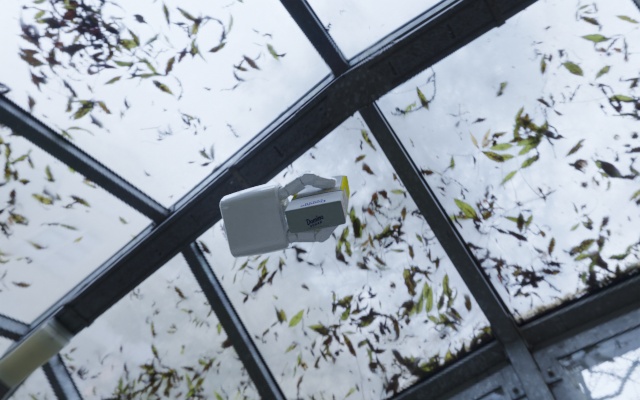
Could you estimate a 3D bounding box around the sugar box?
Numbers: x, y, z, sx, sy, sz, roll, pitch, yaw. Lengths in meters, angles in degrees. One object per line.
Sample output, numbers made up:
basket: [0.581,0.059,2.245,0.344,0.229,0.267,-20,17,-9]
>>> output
sugar box: [0.000,0.003,0.818,0.093,0.048,0.176,-11,17,9]
